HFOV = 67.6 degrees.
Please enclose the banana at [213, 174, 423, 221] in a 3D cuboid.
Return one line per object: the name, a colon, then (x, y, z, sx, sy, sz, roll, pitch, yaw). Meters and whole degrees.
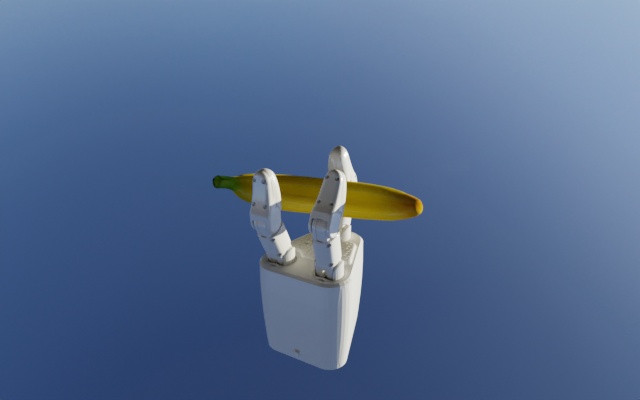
banana: (-0.001, -0.002, 0.473, 0.198, 0.037, 0.069, 5, 11, 5)
